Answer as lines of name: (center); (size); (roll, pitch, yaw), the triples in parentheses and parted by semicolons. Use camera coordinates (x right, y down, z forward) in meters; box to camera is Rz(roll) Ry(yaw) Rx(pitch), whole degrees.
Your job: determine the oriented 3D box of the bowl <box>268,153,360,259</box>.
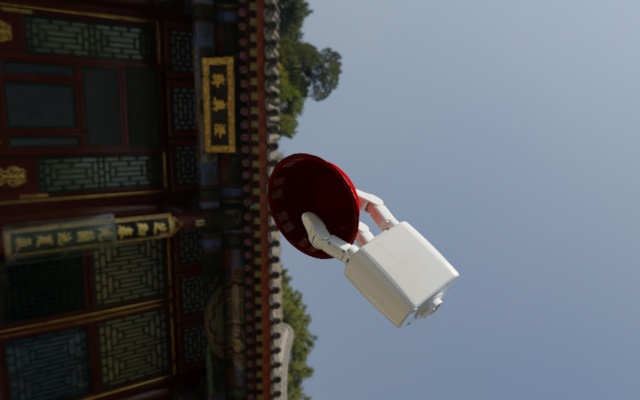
bowl: (-0.001, 0.001, 0.703); (0.162, 0.162, 0.055); (0, 20, 37)
